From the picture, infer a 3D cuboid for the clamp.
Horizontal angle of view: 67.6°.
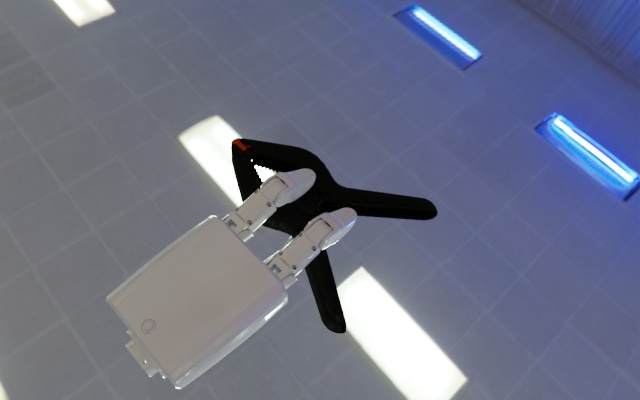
[{"bbox_3d":[-0.001,0.002,0.467,0.164,0.210,0.036,-38,-19,-27],"label":"clamp"}]
